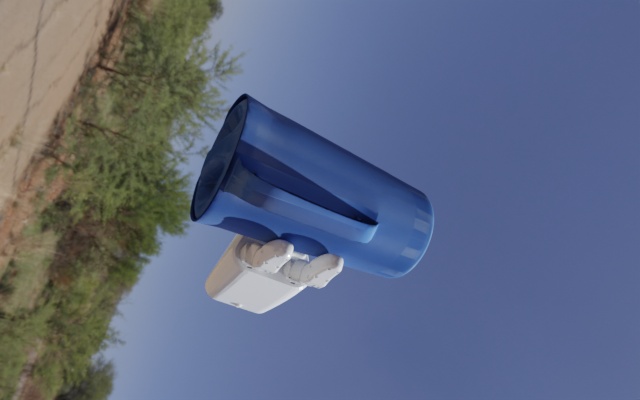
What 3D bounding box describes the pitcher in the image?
[{"bbox_3d":[0.000,0.002,0.497,0.243,0.149,0.145,22,-38,-23],"label":"pitcher"}]
